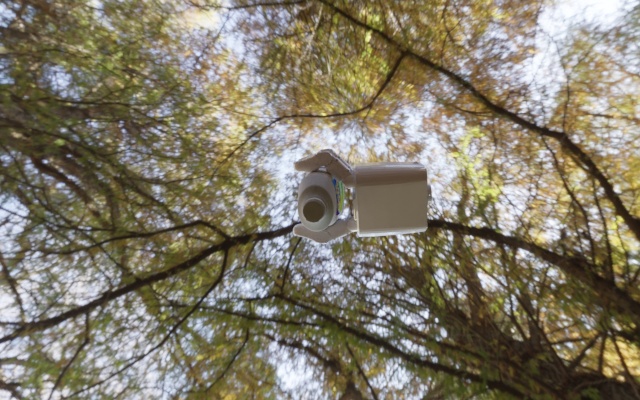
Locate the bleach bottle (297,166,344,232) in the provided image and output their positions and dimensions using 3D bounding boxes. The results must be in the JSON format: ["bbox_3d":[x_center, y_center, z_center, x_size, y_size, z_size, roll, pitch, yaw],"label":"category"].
[{"bbox_3d":[0.000,0.002,0.737,0.068,0.102,0.251,-2,9,4],"label":"bleach bottle"}]
